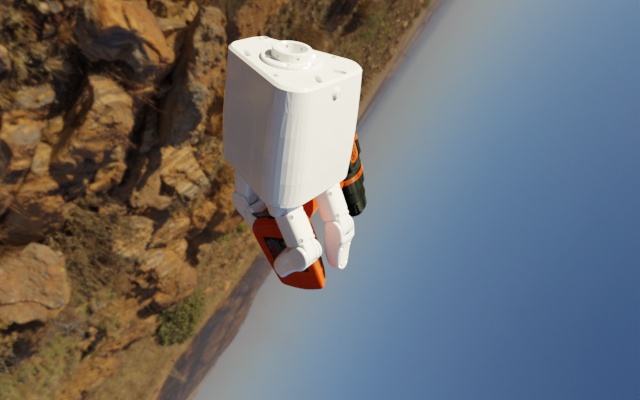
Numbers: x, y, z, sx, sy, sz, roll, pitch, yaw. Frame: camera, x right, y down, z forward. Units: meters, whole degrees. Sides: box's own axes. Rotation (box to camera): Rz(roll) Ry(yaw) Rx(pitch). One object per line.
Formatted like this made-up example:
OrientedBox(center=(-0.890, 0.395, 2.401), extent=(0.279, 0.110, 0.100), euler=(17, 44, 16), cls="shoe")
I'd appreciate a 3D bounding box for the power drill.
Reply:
OrientedBox(center=(0.000, 0.002, 0.534), extent=(0.057, 0.187, 0.185), euler=(1, -43, 24), cls="power drill")
